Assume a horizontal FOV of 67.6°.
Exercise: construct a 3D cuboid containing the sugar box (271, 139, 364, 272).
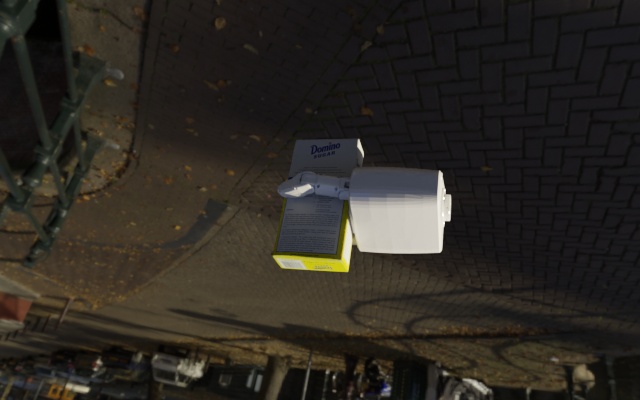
[{"bbox_3d":[0.000,0.002,0.627,0.093,0.176,0.048,2,-30,17],"label":"sugar box"}]
